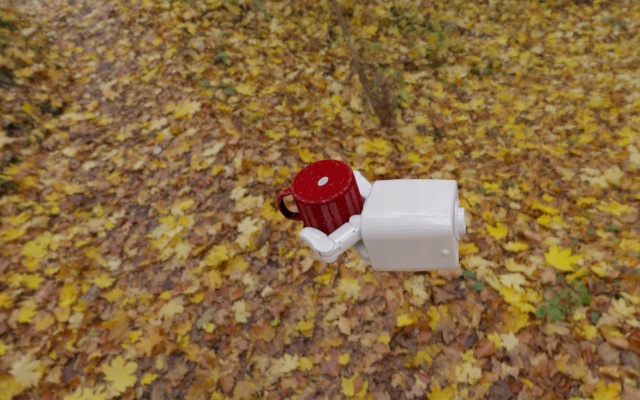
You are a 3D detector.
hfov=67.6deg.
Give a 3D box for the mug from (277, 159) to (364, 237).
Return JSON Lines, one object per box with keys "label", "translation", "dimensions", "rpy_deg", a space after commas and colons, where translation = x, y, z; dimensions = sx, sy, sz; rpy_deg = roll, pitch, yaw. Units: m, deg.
{"label": "mug", "translation": [-0.001, 0.002, 0.615], "dimensions": [0.117, 0.093, 0.082], "rpy_deg": [-2, -44, 19]}
